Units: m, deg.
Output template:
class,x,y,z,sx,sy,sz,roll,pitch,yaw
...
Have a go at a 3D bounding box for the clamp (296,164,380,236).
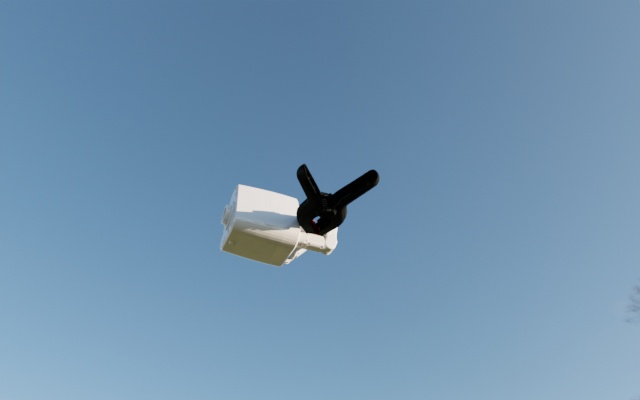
class,x,y,z,sx,sy,sz,roll,pitch,yaw
clamp,0.000,0.002,0.720,0.120,0.039,0.172,14,-43,-19
